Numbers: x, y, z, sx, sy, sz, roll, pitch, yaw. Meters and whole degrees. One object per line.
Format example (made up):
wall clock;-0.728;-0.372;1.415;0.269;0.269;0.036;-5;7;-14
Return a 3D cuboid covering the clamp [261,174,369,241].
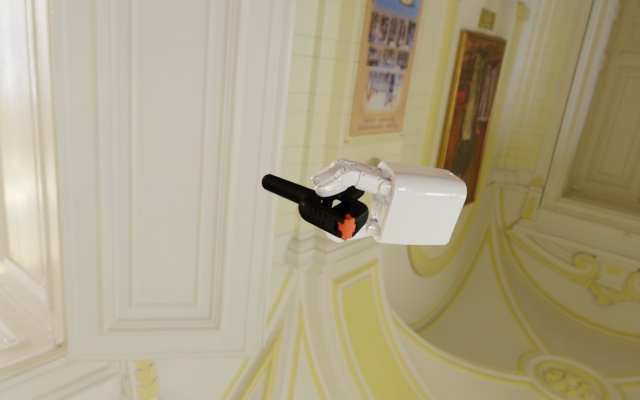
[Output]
clamp;0.000;0.003;0.664;0.164;0.036;0.210;5;17;-8
